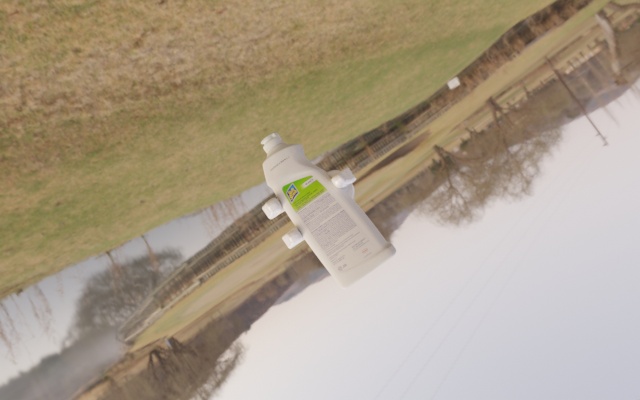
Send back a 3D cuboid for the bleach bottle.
[{"bbox_3d":[0.000,0.002,0.714,0.102,0.251,0.068,-35,-5,2],"label":"bleach bottle"}]
